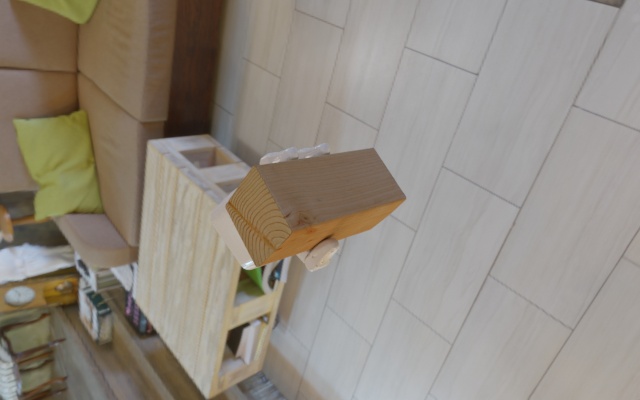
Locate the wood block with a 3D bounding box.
[{"bbox_3d":[0.000,0.002,0.608,0.206,0.090,0.090,-14,-23,-43],"label":"wood block"}]
